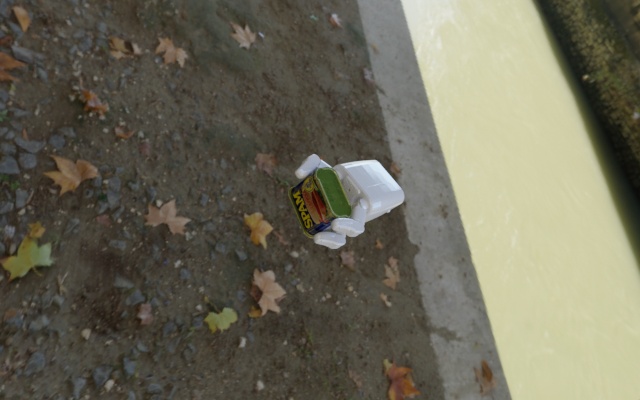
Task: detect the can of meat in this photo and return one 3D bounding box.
[{"bbox_3d":[0.000,0.003,0.833,0.057,0.102,0.084,-11,-17,-43],"label":"can of meat"}]
